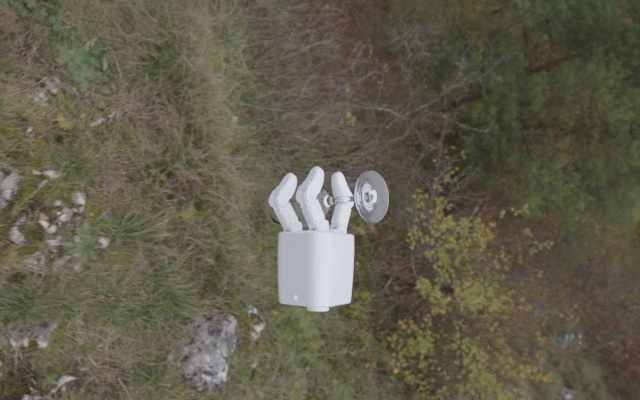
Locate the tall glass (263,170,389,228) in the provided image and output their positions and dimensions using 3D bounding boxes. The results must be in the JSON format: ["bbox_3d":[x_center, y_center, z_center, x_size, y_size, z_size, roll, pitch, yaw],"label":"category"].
[{"bbox_3d":[0.001,0.002,0.726,0.201,0.079,0.079,-5,-4,43],"label":"tall glass"}]
